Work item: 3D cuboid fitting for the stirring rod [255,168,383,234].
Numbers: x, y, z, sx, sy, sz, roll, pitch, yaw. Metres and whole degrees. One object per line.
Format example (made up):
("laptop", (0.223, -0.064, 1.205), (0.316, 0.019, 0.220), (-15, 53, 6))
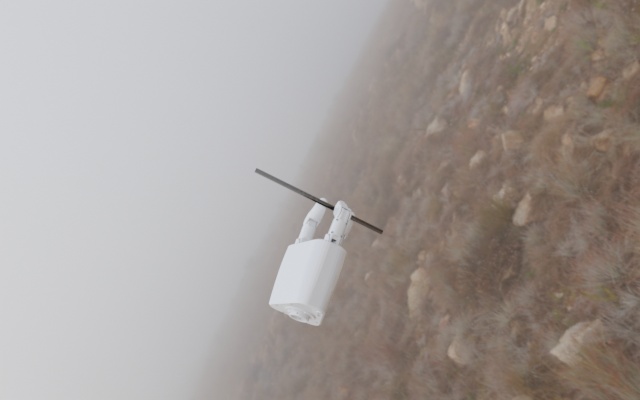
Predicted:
("stirring rod", (0.000, 0.003, 0.800), (0.239, 0.011, 0.011), (26, -5, -11))
